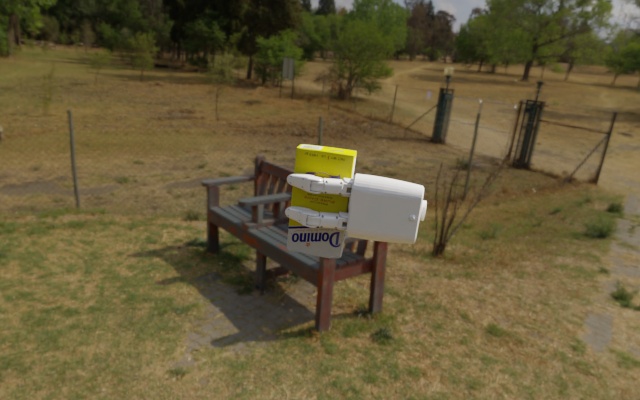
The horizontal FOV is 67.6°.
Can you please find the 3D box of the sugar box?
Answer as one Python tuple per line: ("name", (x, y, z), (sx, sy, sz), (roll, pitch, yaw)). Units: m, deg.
("sugar box", (0.000, 0.003, 0.768), (0.093, 0.176, 0.048), (9, 17, 8))
